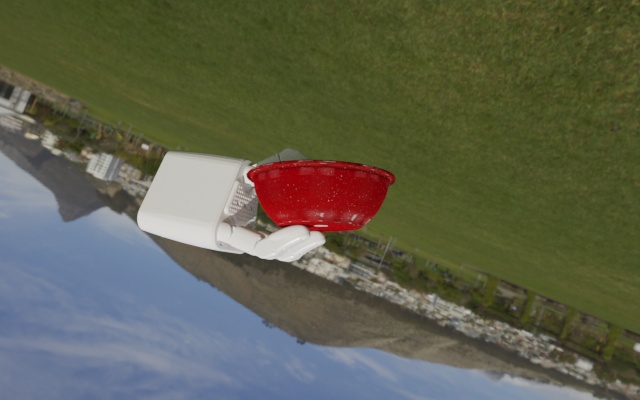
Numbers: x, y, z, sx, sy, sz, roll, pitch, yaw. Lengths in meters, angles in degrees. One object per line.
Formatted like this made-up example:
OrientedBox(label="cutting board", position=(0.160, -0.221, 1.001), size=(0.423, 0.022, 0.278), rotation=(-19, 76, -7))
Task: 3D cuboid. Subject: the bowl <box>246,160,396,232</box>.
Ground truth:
OrientedBox(label="bowl", position=(0.001, 0.002, 0.515), size=(0.162, 0.055, 0.162), rotation=(1, -10, 0))
